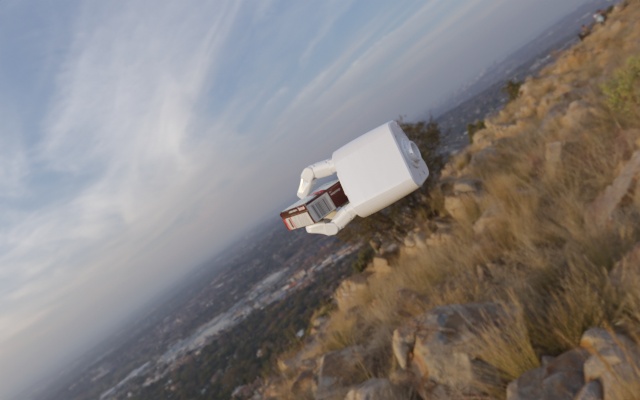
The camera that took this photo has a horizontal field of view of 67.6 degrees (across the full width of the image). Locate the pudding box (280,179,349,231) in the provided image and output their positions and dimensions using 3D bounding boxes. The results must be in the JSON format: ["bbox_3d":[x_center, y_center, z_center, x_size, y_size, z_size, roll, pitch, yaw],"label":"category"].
[{"bbox_3d":[0.000,0.002,0.789,0.113,0.039,0.090,-33,6,-33],"label":"pudding box"}]
